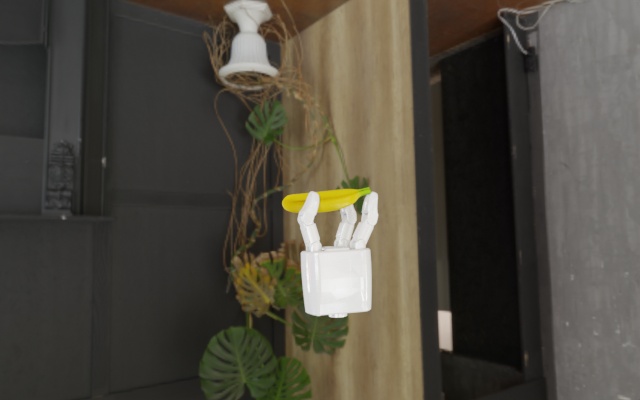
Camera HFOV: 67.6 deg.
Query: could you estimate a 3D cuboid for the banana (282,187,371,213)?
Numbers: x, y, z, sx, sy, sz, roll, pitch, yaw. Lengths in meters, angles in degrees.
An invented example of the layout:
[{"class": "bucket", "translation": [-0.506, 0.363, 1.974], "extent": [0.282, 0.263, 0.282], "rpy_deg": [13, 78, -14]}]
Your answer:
[{"class": "banana", "translation": [-0.008, 0.003, 0.862], "extent": [0.198, 0.037, 0.069], "rpy_deg": [-5, -1, 37]}]
